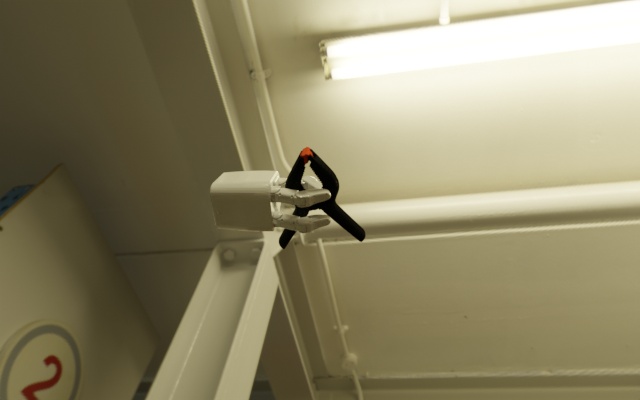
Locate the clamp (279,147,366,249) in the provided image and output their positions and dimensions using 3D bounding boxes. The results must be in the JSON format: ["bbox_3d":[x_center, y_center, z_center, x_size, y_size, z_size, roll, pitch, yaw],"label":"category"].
[{"bbox_3d":[0.000,0.002,0.856,0.164,0.210,0.036,-1,35,1],"label":"clamp"}]
